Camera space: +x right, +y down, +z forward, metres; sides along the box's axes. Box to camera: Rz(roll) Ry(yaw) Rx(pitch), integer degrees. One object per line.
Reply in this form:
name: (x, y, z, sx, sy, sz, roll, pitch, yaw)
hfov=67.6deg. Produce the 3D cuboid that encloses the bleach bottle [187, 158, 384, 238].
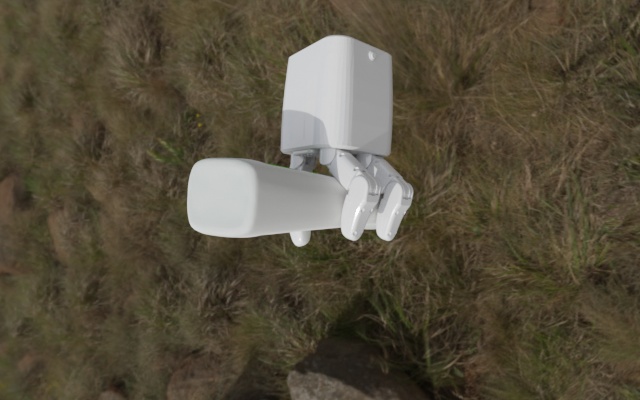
bleach bottle: (0.000, 0.002, 0.490, 0.102, 0.068, 0.251, 4, 1, 44)
